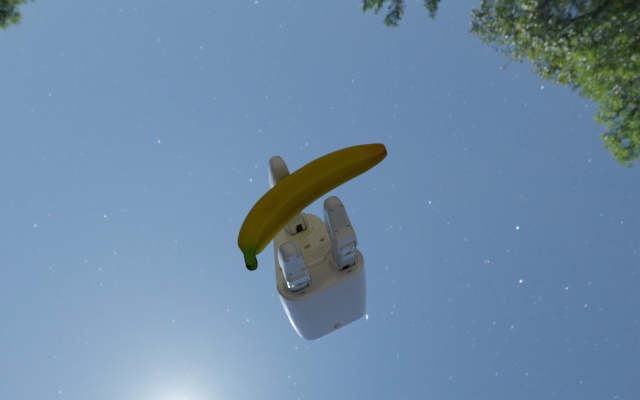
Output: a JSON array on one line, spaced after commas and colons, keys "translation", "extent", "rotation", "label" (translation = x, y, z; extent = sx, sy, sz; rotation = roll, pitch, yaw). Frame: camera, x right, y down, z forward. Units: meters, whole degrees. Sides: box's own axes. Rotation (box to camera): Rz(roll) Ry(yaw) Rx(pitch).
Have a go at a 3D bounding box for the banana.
[{"translation": [-0.016, -0.003, 0.479], "extent": [0.069, 0.037, 0.197], "rotation": [26, 56, 37], "label": "banana"}]
